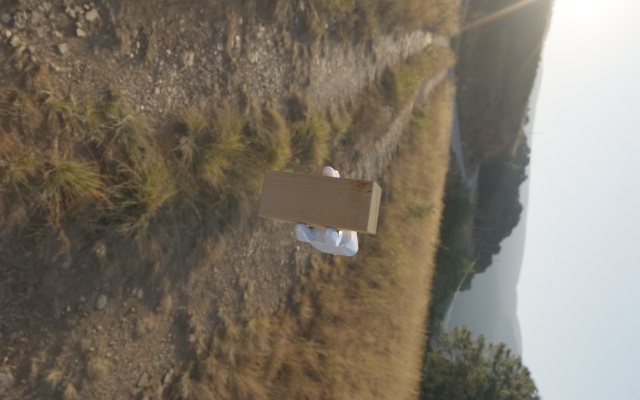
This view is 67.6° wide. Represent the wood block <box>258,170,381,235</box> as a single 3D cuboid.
[{"bbox_3d":[0.000,0.003,0.892,0.206,0.091,0.090,7,-6,17],"label":"wood block"}]
